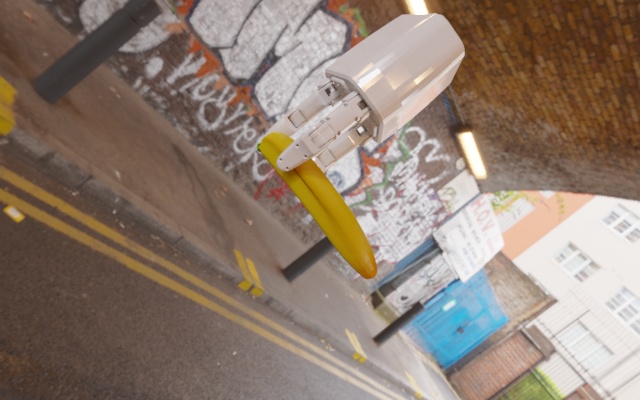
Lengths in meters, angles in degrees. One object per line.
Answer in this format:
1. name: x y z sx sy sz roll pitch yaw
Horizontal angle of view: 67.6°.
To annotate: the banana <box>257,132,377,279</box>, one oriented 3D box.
1. banana: -0.004 -0.006 0.485 0.037 0.197 0.070 -38 -17 -4
